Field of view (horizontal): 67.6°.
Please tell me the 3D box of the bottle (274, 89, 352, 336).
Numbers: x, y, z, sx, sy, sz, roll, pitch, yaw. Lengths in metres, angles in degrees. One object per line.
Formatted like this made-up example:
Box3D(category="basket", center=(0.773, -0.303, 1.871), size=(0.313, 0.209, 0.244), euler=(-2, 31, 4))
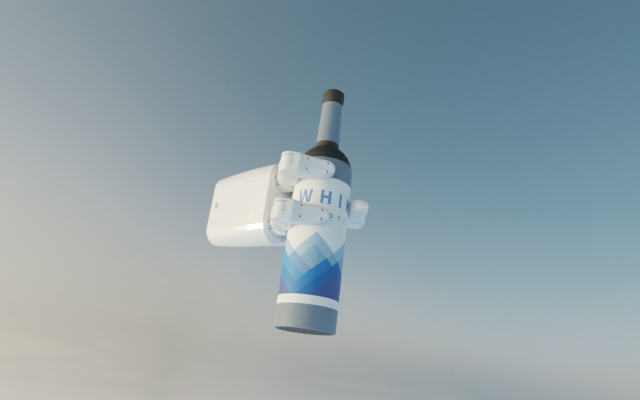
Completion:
Box3D(category="bottle", center=(0.000, 0.002, 0.557), size=(0.069, 0.295, 0.069), euler=(6, -20, 2))
